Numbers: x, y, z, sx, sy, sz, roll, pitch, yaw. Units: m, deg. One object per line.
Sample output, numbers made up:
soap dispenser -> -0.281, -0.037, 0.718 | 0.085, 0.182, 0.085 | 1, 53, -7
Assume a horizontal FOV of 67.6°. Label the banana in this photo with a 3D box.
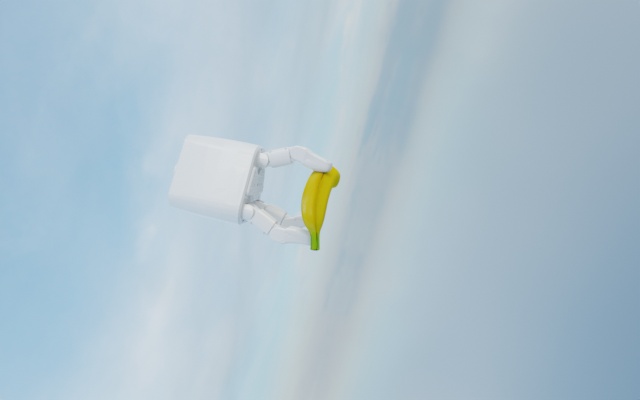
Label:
banana -> 0.001, -0.012, 0.675 | 0.037, 0.070, 0.197 | 8, 31, 8
